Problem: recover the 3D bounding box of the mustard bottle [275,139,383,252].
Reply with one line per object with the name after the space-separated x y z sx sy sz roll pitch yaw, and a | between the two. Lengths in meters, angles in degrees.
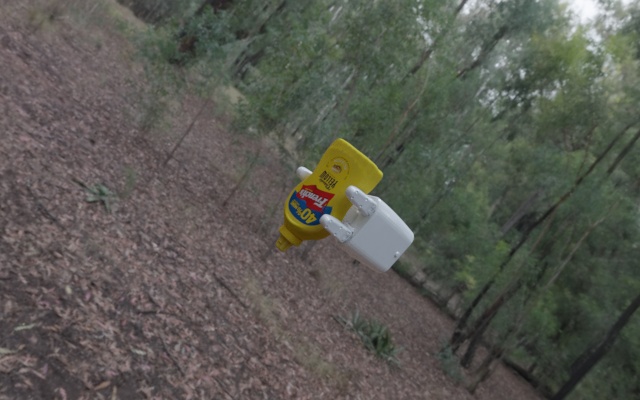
0.000 0.002 0.733 0.096 0.191 0.058 43 3 33 | mustard bottle
